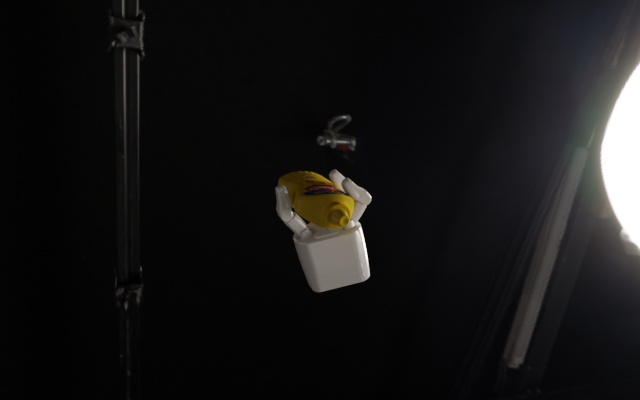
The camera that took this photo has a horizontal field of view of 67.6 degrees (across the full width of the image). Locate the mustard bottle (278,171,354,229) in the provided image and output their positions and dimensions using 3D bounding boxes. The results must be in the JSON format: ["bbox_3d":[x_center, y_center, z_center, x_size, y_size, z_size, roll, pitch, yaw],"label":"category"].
[{"bbox_3d":[0.000,0.002,0.785,0.096,0.058,0.191,3,17,-23],"label":"mustard bottle"}]
